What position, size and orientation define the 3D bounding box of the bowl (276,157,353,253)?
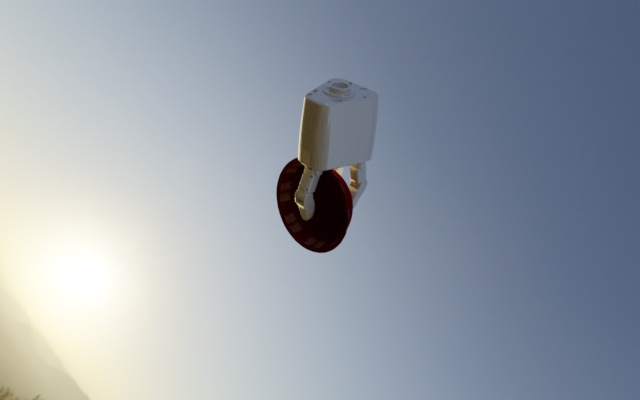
[{"bbox_3d":[0.000,0.003,0.793,0.162,0.162,0.055,0,13,44],"label":"bowl"}]
